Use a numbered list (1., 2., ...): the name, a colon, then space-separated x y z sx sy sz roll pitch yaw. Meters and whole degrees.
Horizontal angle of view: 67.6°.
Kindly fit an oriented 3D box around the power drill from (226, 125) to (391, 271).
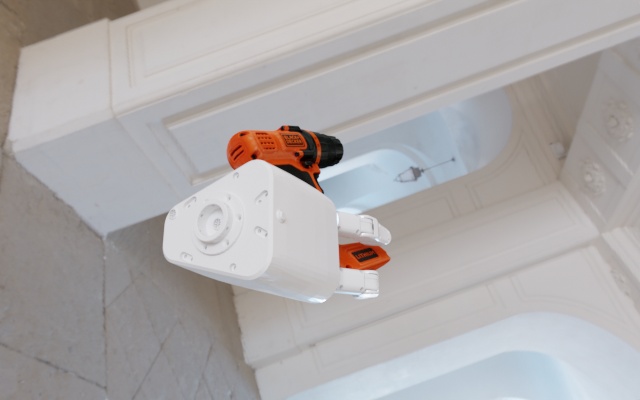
1. power drill: 0.000 0.002 0.531 0.057 0.187 0.184 -40 -18 33
